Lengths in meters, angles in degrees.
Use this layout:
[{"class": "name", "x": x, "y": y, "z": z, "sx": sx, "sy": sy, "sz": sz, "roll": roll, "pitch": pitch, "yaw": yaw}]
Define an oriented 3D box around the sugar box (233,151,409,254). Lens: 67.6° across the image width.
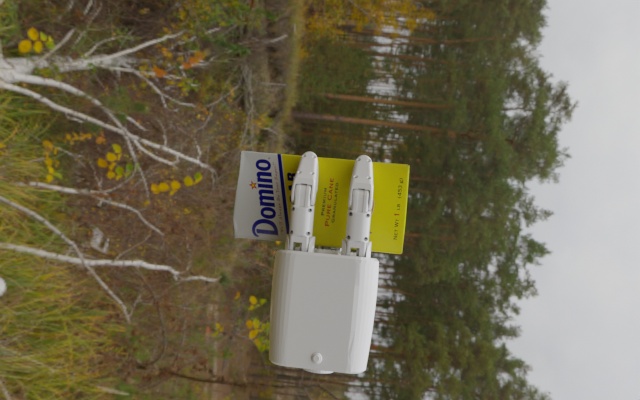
[{"class": "sugar box", "x": 0.000, "y": 0.002, "z": 0.502, "sx": 0.176, "sy": 0.093, "sz": 0.048, "roll": 5, "pitch": -3, "yaw": 3}]
